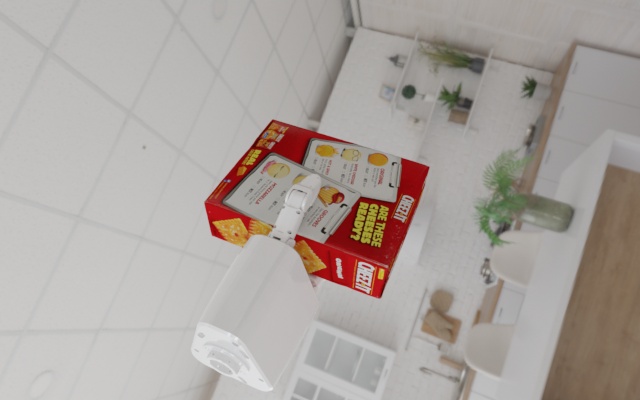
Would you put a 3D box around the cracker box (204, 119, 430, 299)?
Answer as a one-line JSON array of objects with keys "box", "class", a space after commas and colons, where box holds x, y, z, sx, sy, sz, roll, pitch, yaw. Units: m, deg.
[{"box": [0.000, 0.002, 0.565, 0.213, 0.072, 0.164, 19, 50, 14], "class": "cracker box"}]
